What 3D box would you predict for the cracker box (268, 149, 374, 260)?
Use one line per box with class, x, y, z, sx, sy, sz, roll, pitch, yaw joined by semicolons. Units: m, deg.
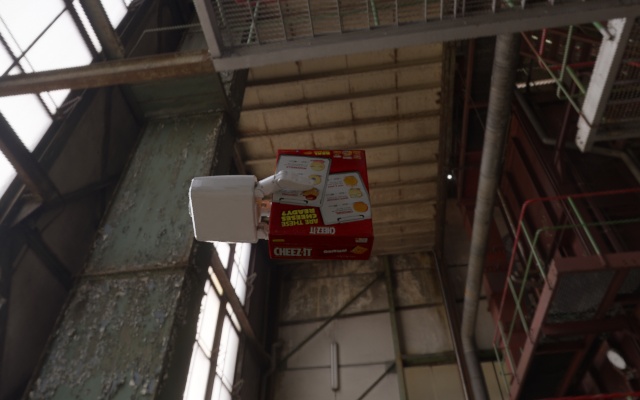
cracker box;0.000;0.002;0.821;0.164;0.072;0.213;1;44;-1
